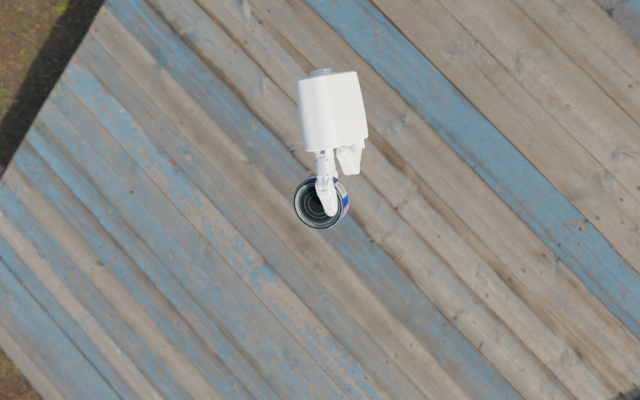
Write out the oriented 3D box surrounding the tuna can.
[{"bbox_3d":[0.000,0.003,0.754,0.086,0.086,0.033,0,18,19],"label":"tuna can"}]
